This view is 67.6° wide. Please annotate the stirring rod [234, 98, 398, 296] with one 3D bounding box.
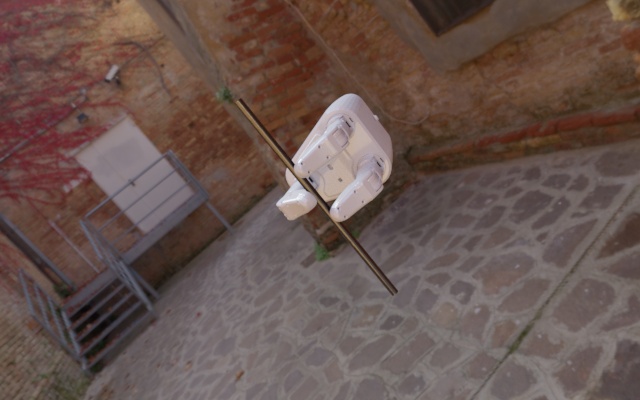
[{"bbox_3d":[0.000,0.002,0.454,0.011,0.239,0.011,-37,12,9],"label":"stirring rod"}]
